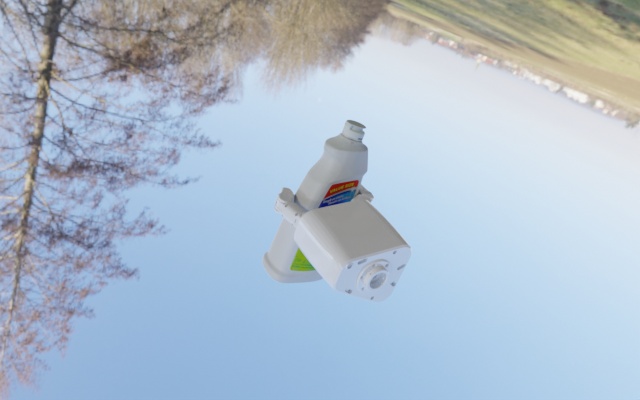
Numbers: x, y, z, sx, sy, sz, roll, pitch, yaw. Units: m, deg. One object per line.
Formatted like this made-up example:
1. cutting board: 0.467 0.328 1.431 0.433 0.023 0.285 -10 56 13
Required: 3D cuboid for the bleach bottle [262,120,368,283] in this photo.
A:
1. bleach bottle: 0.000 0.002 0.696 0.102 0.251 0.068 4 29 -36
